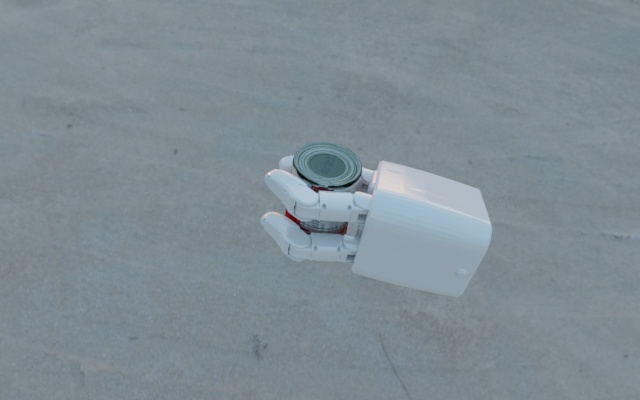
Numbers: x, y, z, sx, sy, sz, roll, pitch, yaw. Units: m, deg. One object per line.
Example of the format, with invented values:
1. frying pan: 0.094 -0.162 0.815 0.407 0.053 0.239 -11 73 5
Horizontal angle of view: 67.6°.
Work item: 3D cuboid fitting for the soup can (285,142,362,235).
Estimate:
1. soup can: 0.000 0.001 0.476 0.068 0.102 0.068 6 43 -6
